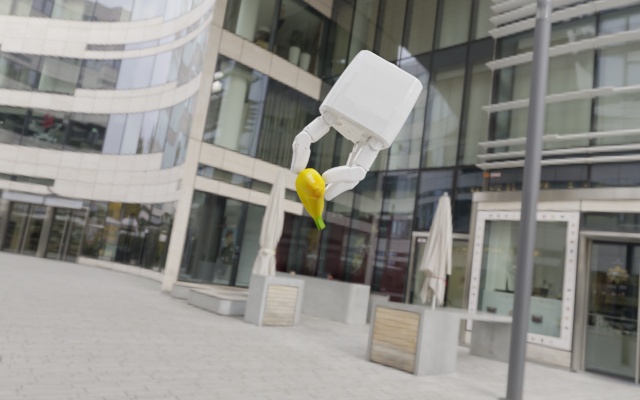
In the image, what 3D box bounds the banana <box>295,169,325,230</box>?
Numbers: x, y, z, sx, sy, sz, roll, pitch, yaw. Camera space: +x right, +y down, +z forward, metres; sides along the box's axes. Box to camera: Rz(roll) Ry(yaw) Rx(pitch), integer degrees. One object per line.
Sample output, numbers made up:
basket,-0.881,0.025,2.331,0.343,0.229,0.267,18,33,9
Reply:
banana,-0.010,-0.012,0.691,0.037,0.069,0.198,-34,-14,-6
